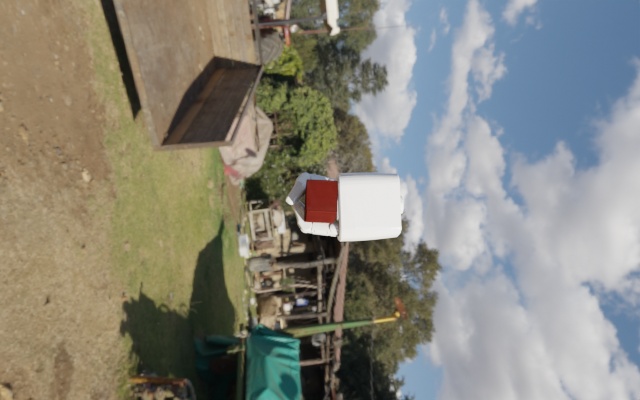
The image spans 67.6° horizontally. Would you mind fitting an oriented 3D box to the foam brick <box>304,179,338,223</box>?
[{"bbox_3d":[0.000,0.003,0.779,0.051,0.053,0.078,3,-16,-2],"label":"foam brick"}]
